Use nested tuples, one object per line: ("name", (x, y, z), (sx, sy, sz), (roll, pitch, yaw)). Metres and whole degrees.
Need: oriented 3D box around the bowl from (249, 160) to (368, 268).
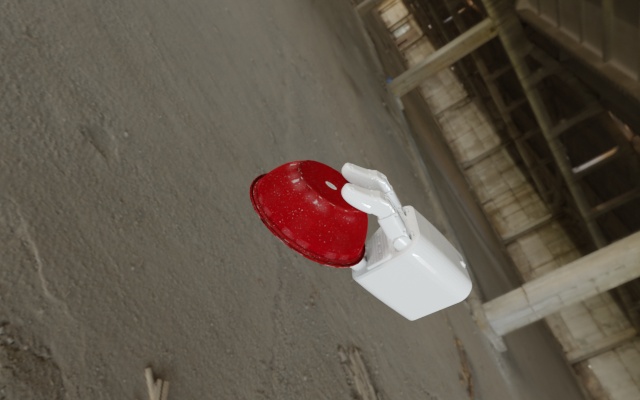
("bowl", (-0.001, 0.001, 0.562), (0.162, 0.055, 0.162), (28, 27, -15))
